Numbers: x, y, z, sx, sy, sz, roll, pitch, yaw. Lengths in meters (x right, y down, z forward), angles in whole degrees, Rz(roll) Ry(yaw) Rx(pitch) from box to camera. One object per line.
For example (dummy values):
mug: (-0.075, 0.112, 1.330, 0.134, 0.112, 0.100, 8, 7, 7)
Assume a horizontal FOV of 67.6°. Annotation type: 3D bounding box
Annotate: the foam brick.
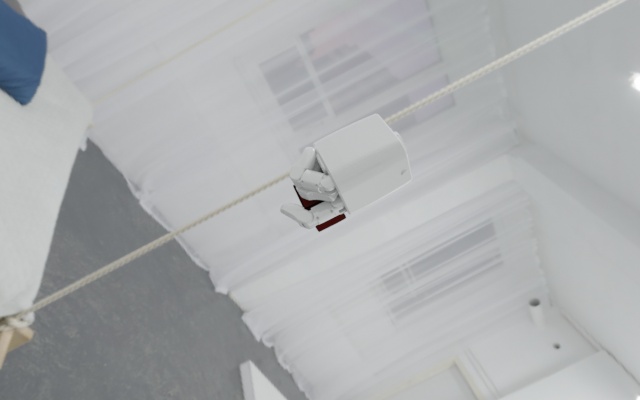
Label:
foam brick: (0.000, 0.003, 0.736, 0.051, 0.053, 0.078, -27, -33, 1)
